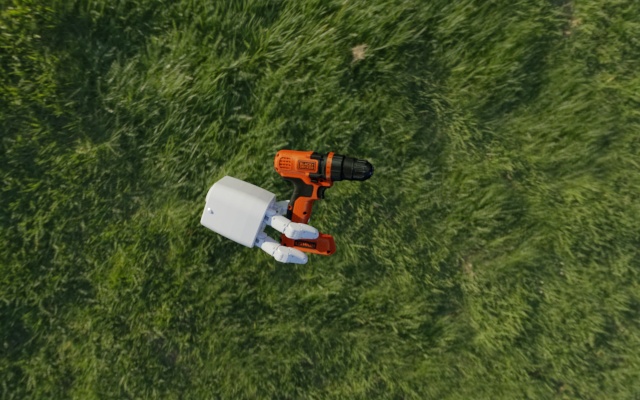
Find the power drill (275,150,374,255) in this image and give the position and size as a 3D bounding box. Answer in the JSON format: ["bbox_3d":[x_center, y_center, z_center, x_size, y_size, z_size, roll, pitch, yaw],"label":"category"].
[{"bbox_3d":[0.000,0.003,0.889,0.184,0.187,0.057,7,7,14],"label":"power drill"}]
